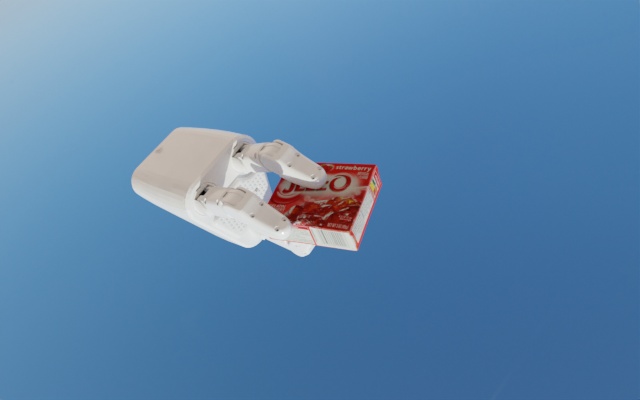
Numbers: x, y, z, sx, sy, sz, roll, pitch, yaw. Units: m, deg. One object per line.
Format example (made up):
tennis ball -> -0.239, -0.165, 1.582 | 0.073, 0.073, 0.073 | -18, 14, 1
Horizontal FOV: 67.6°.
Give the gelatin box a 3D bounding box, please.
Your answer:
gelatin box -> 0.001, 0.002, 0.415 | 0.089, 0.073, 0.030 | 5, -38, 27
